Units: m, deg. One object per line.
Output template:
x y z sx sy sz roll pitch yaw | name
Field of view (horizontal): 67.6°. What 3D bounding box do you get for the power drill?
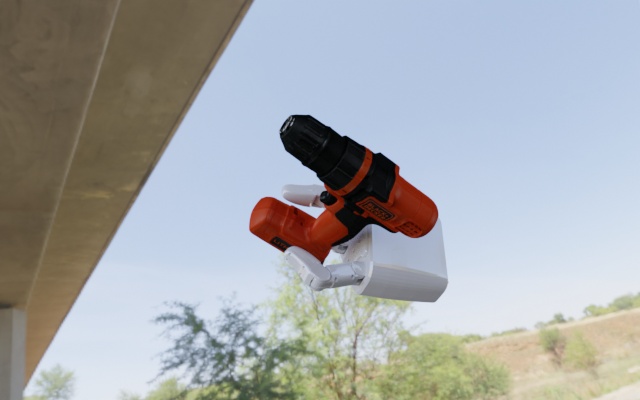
0.000 0.002 0.506 0.184 0.057 0.188 34 -36 -21 | power drill
